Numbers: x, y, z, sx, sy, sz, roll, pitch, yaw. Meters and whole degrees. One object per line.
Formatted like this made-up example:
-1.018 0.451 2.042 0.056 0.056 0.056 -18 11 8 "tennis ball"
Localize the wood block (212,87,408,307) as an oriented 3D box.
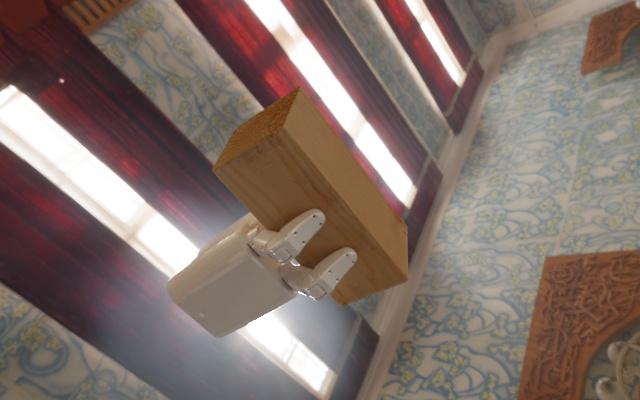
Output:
0.000 0.002 0.494 0.090 0.206 0.090 -27 28 25 "wood block"
